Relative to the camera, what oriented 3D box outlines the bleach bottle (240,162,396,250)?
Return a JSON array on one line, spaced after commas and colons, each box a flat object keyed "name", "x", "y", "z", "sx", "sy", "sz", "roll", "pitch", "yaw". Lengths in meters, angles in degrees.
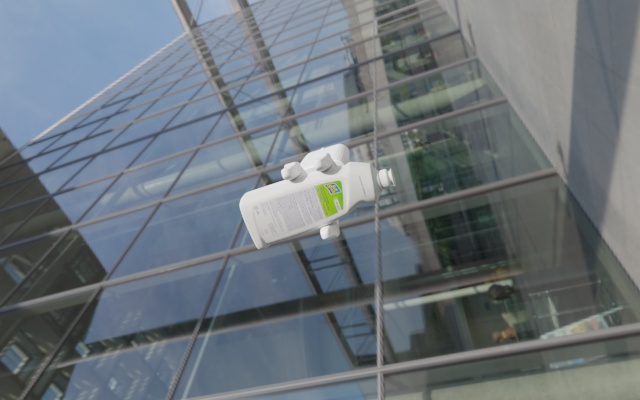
[{"name": "bleach bottle", "x": 0.000, "y": 0.003, "z": 0.783, "sx": 0.251, "sy": 0.103, "sz": 0.068, "roll": -15, "pitch": 21, "yaw": 15}]
